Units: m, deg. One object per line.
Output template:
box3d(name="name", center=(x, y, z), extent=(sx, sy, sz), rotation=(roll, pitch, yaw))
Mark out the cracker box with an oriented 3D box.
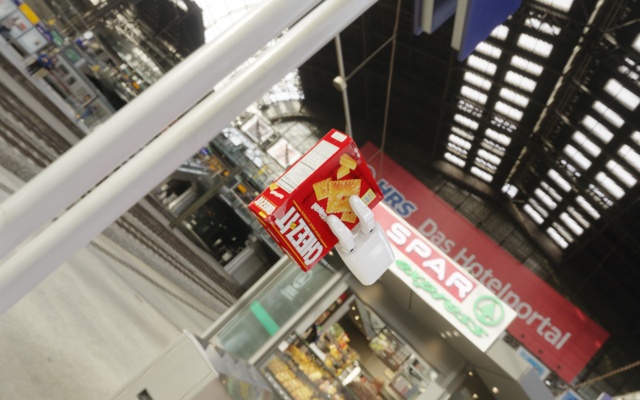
box3d(name="cracker box", center=(0.000, 0.003, 0.874), extent=(0.072, 0.213, 0.164), rotation=(33, -18, 48))
